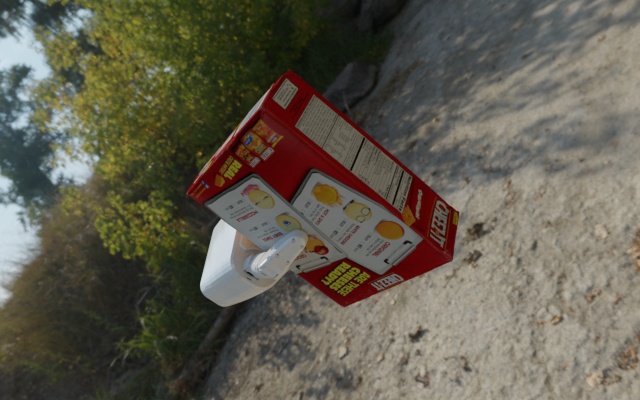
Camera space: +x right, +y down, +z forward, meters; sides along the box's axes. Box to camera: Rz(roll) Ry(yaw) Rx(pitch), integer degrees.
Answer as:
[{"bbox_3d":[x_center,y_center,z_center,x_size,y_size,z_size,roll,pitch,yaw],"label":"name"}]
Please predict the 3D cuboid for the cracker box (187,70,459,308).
[{"bbox_3d":[0.000,0.002,0.467,0.214,0.072,0.164,37,-42,-15],"label":"cracker box"}]
